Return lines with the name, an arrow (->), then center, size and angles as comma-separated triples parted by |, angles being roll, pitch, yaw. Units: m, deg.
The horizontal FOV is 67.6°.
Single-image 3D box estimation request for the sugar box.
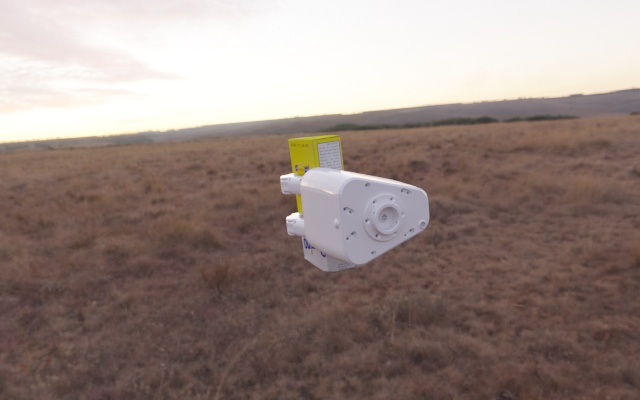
sugar box -> 0.000, 0.002, 0.646 | 0.048, 0.176, 0.093 | -9, 10, -22
